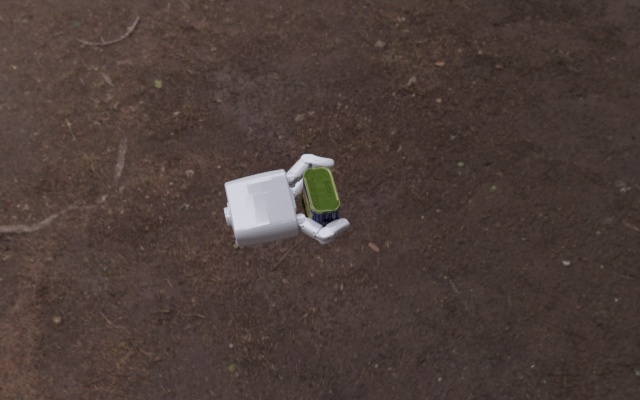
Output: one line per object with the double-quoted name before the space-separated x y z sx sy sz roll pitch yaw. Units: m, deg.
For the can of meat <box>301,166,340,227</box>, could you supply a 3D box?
"can of meat" 0.000 0.003 0.841 0.057 0.102 0.084 -10 -33 -8
